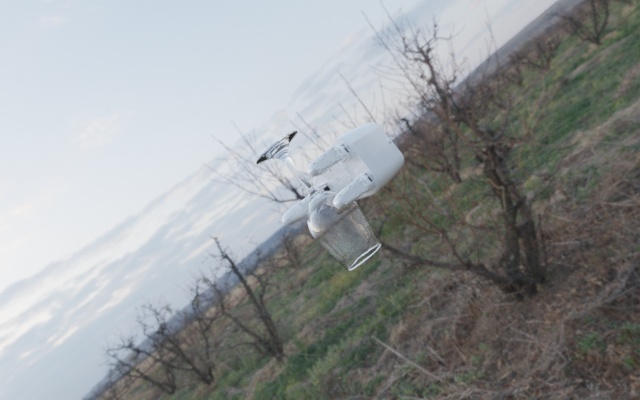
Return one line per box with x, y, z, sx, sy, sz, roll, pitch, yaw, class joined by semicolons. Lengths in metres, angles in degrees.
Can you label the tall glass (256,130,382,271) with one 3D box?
0.000;0.002;0.672;0.079;0.201;0.079;-38;-2;-1;tall glass
